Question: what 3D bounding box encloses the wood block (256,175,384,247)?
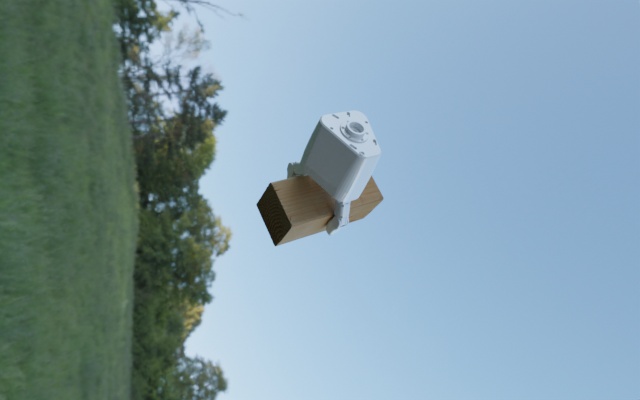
[{"bbox_3d":[0.001,0.003,0.884,0.206,0.090,0.090,-15,-20,-32],"label":"wood block"}]
